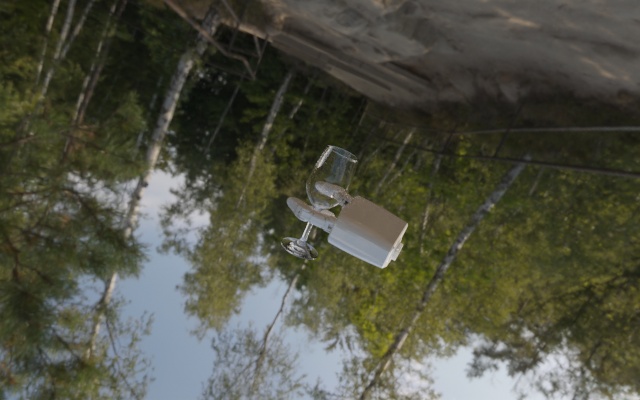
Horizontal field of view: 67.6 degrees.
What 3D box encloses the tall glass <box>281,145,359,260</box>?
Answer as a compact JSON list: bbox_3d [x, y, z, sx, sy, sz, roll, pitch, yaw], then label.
[{"bbox_3d":[0.000,0.003,0.861,0.079,0.201,0.079,22,17,-7],"label":"tall glass"}]
